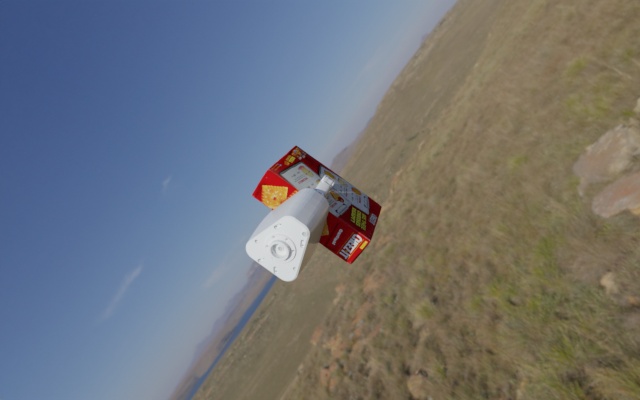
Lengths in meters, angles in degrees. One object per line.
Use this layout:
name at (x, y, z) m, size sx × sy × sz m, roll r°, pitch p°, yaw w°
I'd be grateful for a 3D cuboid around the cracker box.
cracker box at (0.000, 0.003, 0.887) m, size 0.214 × 0.072 × 0.164 m, roll 36°, pitch 25°, yaw -1°
